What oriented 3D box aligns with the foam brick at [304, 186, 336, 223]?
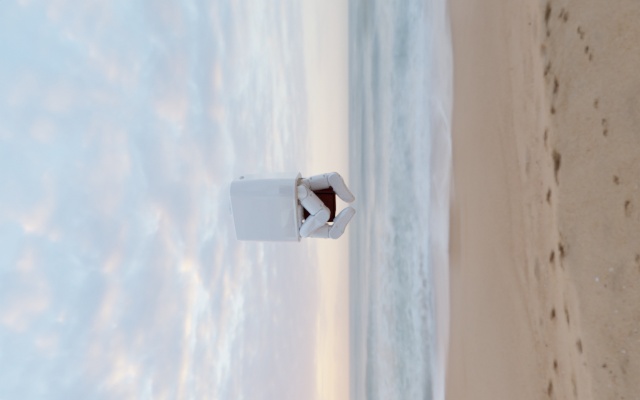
[{"bbox_3d":[0.000,0.003,0.815,0.051,0.053,0.078,-1,13,4],"label":"foam brick"}]
